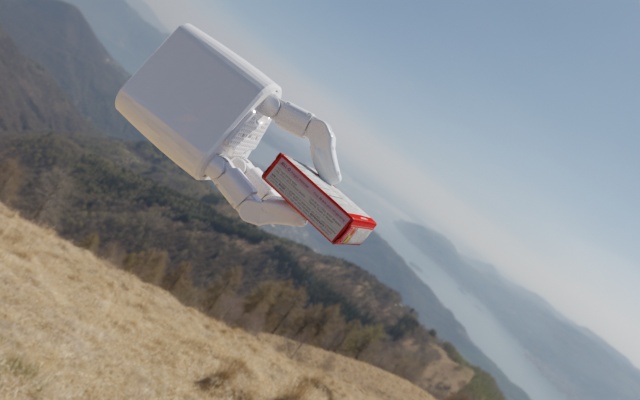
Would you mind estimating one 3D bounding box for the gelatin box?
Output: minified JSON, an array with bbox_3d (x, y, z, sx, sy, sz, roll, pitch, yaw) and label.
[{"bbox_3d":[0.001,0.001,0.417,0.089,0.030,0.073,41,9,20],"label":"gelatin box"}]
